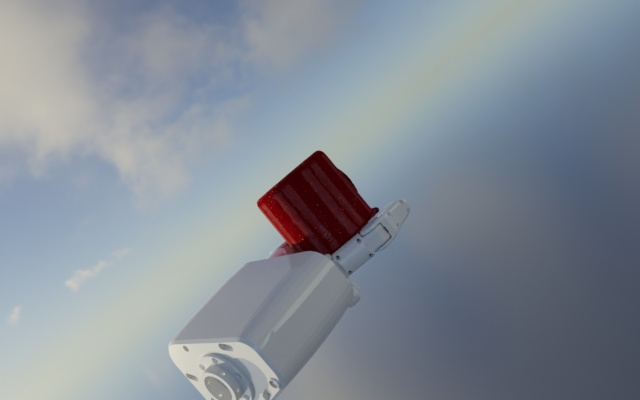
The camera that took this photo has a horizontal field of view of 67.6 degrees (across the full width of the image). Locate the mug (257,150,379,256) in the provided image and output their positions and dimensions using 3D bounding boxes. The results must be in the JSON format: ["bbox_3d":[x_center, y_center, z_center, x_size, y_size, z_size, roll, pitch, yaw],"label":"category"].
[{"bbox_3d":[0.001,0.001,0.463,0.093,0.081,0.117,-36,6,41],"label":"mug"}]
